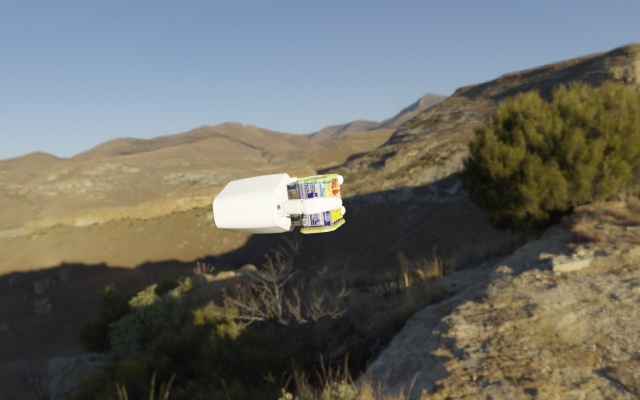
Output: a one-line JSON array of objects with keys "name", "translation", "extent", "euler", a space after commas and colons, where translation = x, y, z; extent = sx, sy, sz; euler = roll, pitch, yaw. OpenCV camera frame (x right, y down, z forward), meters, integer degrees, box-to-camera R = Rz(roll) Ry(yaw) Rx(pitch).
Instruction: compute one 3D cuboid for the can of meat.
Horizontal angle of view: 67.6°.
[{"name": "can of meat", "translation": [0.000, 0.002, 0.783], "extent": [0.057, 0.084, 0.102], "euler": [-5, 5, 17]}]
